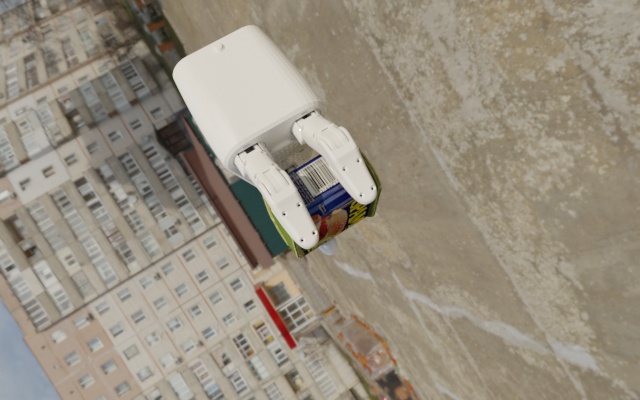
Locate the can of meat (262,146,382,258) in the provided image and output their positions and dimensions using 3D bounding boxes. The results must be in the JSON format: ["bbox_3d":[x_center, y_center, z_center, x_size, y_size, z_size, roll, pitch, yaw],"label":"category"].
[{"bbox_3d":[0.000,0.002,0.416,0.084,0.057,0.102,-32,-17,-10],"label":"can of meat"}]
